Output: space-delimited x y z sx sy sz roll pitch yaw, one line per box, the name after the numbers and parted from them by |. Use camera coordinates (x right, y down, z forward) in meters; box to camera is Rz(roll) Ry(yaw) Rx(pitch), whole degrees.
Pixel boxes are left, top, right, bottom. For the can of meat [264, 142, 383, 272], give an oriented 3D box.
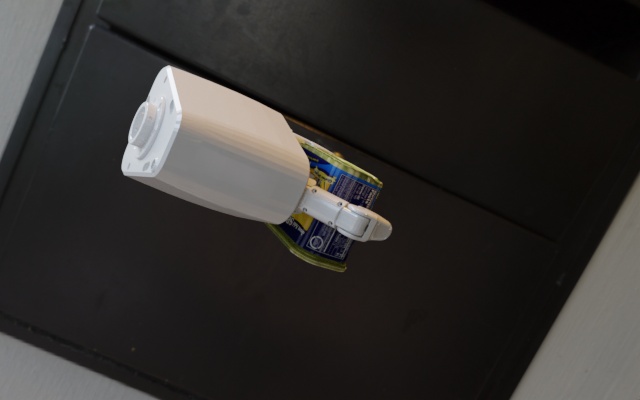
0.000 0.001 0.425 0.057 0.084 0.102 21 9 -32 | can of meat
